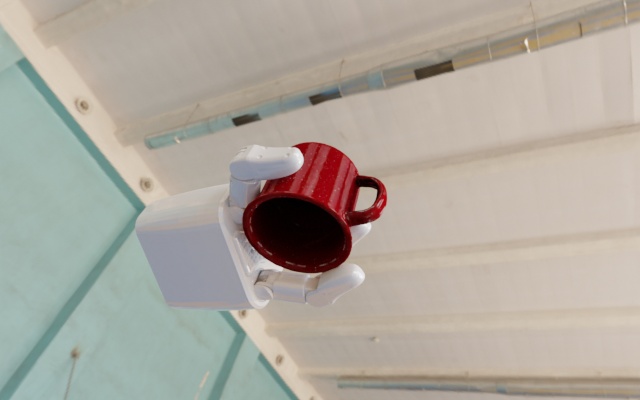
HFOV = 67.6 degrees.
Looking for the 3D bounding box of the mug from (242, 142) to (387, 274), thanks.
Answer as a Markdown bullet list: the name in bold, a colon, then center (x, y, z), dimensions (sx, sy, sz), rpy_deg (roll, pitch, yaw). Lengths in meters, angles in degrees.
- **mug**: center (0.001, 0.001, 0.412), dimensions (0.117, 0.093, 0.081), rpy_deg (-8, 38, 24)
